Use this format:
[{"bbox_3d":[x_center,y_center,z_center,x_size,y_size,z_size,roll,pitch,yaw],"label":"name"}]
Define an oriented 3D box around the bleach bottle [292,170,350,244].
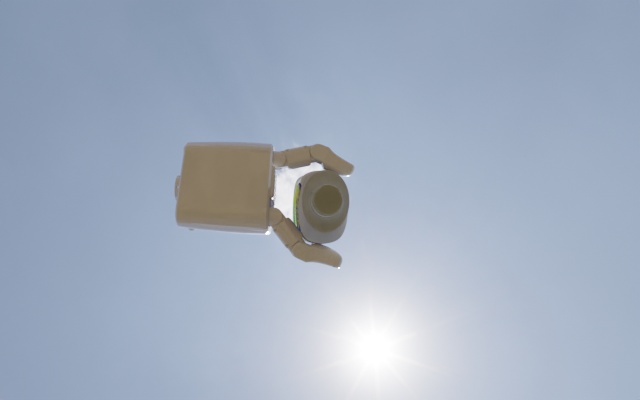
[{"bbox_3d":[0.000,0.002,0.582,0.068,0.102,0.251,2,-5,-3],"label":"bleach bottle"}]
